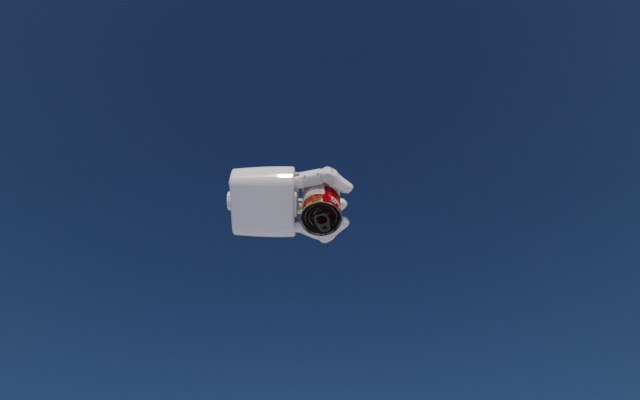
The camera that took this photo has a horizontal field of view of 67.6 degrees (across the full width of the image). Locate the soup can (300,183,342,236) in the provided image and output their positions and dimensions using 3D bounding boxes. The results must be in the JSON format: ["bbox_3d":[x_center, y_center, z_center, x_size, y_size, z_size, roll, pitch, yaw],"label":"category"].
[{"bbox_3d":[0.001,0.002,0.807,0.068,0.068,0.102,0,34,-1],"label":"soup can"}]
